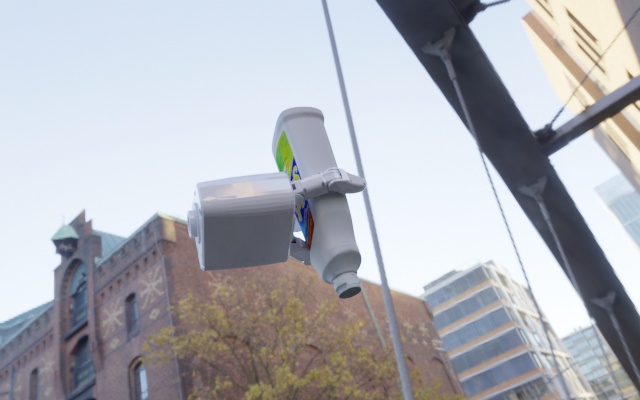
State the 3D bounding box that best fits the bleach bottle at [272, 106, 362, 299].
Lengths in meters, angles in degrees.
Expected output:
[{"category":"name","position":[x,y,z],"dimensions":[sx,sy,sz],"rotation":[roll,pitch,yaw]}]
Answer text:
[{"category":"bleach bottle","position":[0.000,0.002,0.609],"dimensions":[0.068,0.250,0.103],"rotation":[-6,-35,-21]}]
